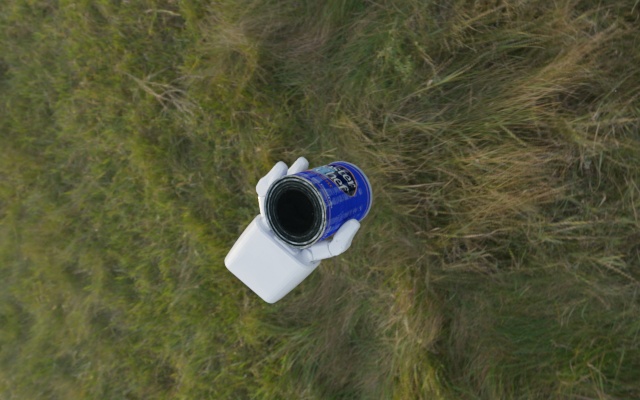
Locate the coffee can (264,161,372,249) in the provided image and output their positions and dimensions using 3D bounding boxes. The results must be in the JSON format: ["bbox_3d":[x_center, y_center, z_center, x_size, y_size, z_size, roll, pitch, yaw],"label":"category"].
[{"bbox_3d":[0.000,0.002,0.697,0.103,0.103,0.140,0,11,32],"label":"coffee can"}]
